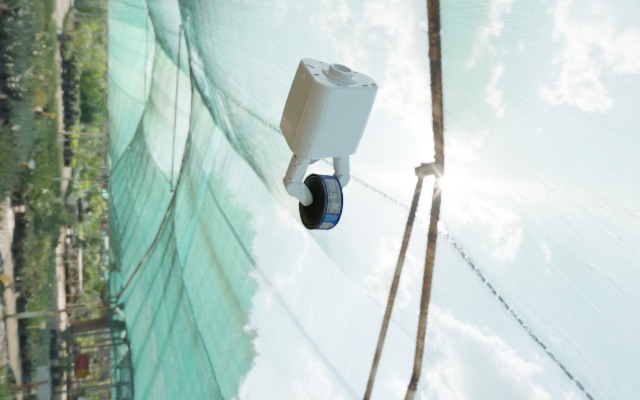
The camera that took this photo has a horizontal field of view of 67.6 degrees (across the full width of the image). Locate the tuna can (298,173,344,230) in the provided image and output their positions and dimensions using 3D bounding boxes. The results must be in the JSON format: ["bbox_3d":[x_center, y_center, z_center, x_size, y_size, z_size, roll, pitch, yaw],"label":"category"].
[{"bbox_3d":[0.001,0.002,0.720,0.034,0.086,0.086,3,-2,-29],"label":"tuna can"}]
